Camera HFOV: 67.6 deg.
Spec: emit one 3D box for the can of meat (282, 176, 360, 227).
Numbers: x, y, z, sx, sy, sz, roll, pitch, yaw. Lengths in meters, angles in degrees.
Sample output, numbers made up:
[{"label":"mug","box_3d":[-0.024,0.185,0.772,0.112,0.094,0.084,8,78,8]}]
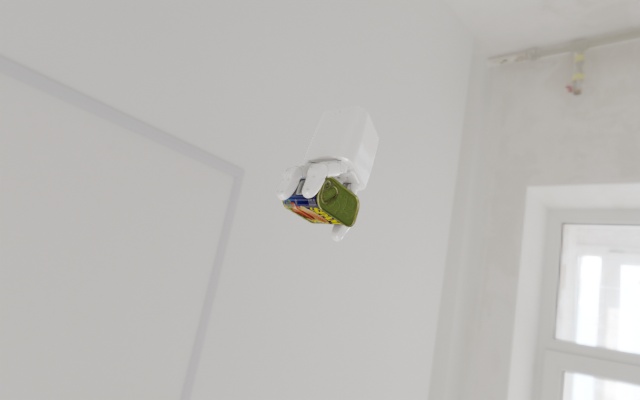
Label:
[{"label":"can of meat","box_3d":[0.000,0.003,0.784,0.084,0.057,0.102,1,-24,41]}]
